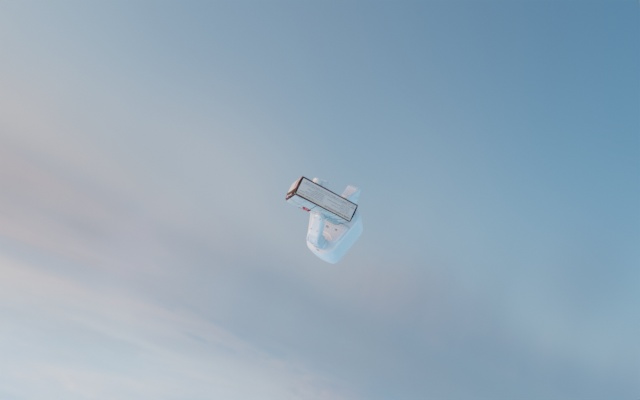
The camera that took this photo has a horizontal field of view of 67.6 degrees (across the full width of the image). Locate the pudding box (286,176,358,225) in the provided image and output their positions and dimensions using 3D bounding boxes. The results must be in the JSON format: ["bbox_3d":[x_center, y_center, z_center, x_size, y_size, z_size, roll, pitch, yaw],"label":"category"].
[{"bbox_3d":[0.000,0.003,0.851,0.113,0.039,0.090,26,-13,-11],"label":"pudding box"}]
